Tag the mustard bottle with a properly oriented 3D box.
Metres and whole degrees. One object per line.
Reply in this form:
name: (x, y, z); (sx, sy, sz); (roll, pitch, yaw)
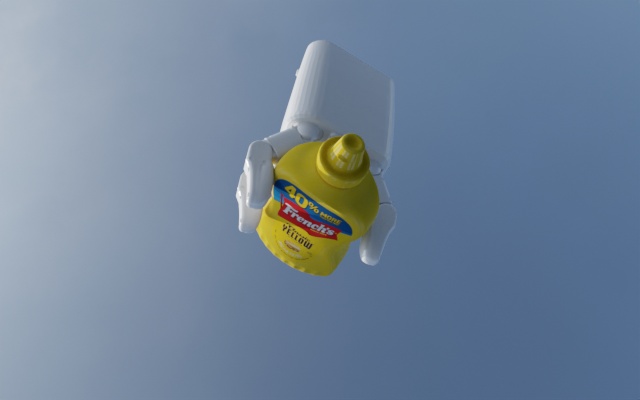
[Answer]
mustard bottle: (0.000, 0.002, 0.424); (0.096, 0.058, 0.192); (36, -31, 4)
